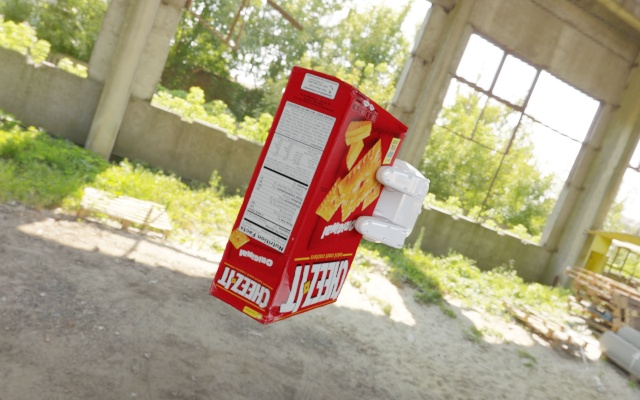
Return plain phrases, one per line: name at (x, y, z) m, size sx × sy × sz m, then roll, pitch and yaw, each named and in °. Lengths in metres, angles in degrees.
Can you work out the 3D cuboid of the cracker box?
cracker box at (0.000, 0.001, 0.467) m, size 0.072 × 0.214 × 0.164 m, roll 23°, pitch 6°, yaw 24°
